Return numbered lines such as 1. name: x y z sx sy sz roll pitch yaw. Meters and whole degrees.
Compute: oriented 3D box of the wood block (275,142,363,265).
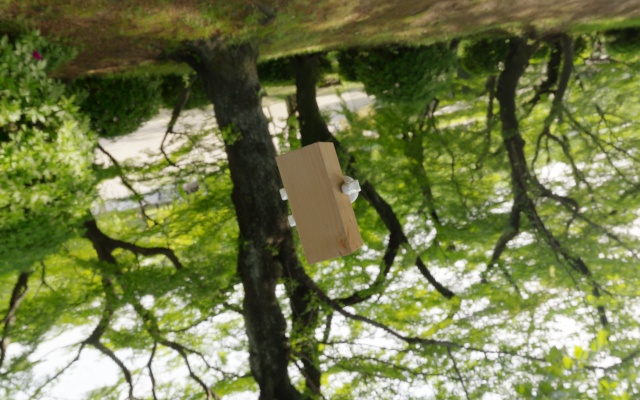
1. wood block: 0.001 0.003 0.890 0.091 0.206 0.090 -17 0 21
